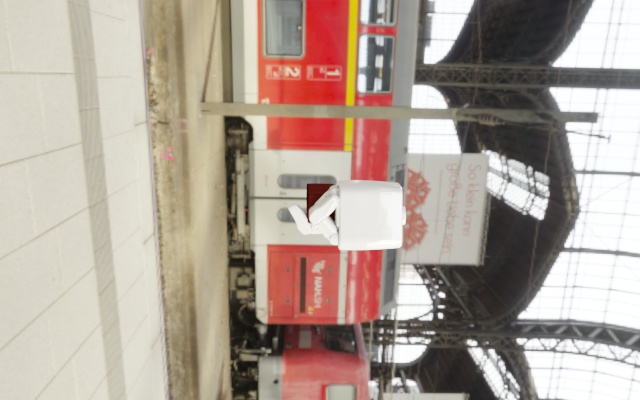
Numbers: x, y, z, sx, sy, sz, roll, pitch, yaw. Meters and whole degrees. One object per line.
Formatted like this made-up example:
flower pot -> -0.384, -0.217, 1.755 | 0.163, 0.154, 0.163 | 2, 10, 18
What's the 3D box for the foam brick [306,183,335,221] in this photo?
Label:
foam brick -> 0.000, 0.003, 0.870 | 0.051, 0.053, 0.078 | 0, 16, -1
